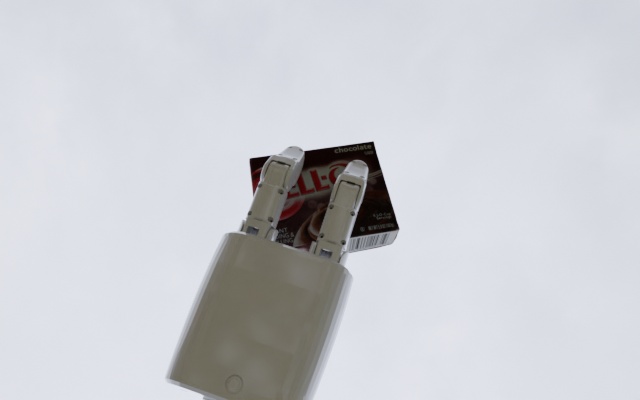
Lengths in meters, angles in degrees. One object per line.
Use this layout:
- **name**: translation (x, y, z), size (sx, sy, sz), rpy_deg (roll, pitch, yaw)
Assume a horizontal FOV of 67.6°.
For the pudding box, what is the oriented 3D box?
- **pudding box**: translation (0.000, 0.001, 0.404), size (0.113, 0.090, 0.039), rpy_deg (-8, -29, -7)
